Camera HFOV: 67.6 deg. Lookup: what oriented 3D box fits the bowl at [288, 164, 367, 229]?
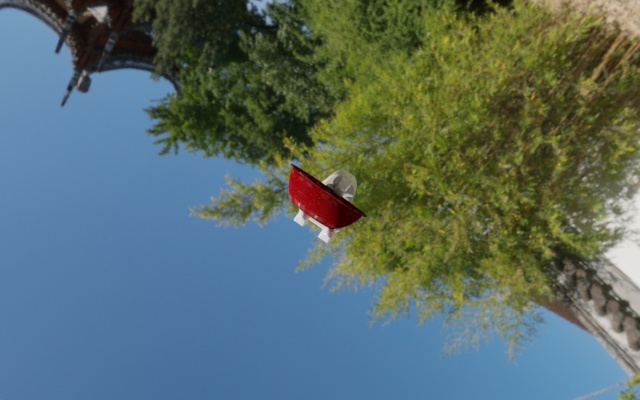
[{"bbox_3d":[0.000,0.003,0.835,0.162,0.055,0.162,35,4,-3],"label":"bowl"}]
